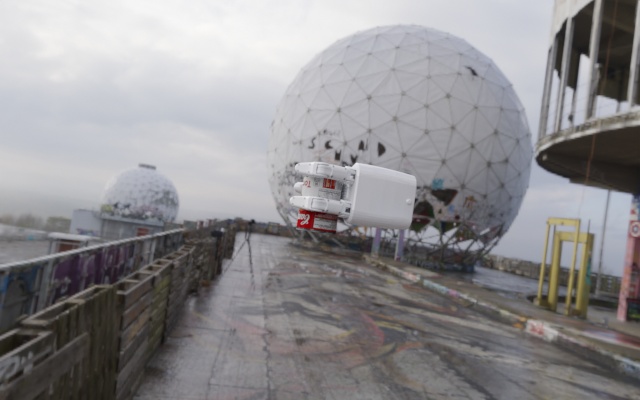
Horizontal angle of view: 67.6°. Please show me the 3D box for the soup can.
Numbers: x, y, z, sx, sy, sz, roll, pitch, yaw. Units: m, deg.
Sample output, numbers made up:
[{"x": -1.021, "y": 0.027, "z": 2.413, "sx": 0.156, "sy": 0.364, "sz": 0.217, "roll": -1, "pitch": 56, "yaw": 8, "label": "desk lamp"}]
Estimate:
[{"x": 0.000, "y": 0.002, "z": 0.796, "sx": 0.068, "sy": 0.102, "sz": 0.068, "roll": 9, "pitch": -3, "yaw": 0, "label": "soup can"}]
